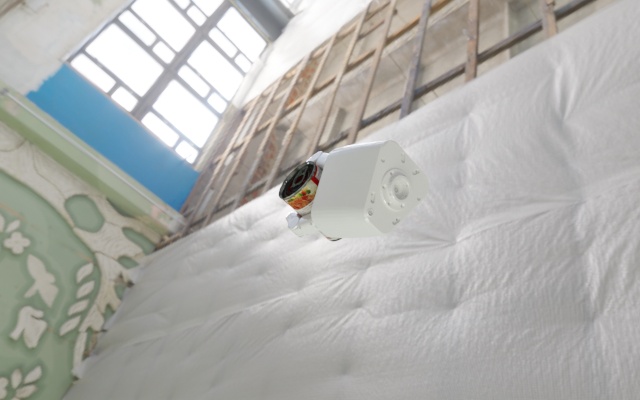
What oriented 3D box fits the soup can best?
[{"bbox_3d":[0.000,0.002,0.675,0.102,0.068,0.068,43,-21,-25],"label":"soup can"}]
